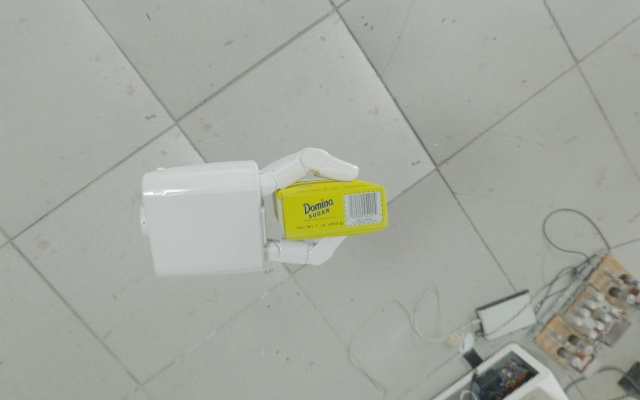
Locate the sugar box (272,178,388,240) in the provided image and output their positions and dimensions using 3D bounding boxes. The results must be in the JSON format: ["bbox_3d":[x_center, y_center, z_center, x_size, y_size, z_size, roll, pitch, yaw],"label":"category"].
[{"bbox_3d":[0.000,0.001,0.495,0.093,0.048,0.176,-5,9,-9],"label":"sugar box"}]
